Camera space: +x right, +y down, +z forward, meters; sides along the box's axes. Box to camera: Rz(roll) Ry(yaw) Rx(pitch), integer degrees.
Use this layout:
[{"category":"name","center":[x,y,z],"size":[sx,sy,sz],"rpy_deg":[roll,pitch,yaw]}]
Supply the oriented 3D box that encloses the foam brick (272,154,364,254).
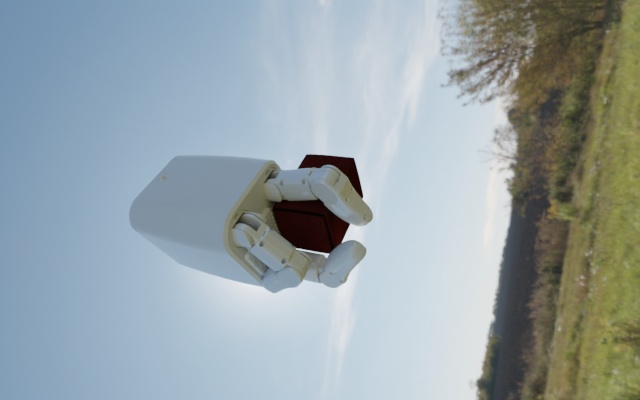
[{"category":"foam brick","center":[0.000,0.001,0.438],"size":[0.051,0.053,0.078],"rpy_deg":[7,45,25]}]
